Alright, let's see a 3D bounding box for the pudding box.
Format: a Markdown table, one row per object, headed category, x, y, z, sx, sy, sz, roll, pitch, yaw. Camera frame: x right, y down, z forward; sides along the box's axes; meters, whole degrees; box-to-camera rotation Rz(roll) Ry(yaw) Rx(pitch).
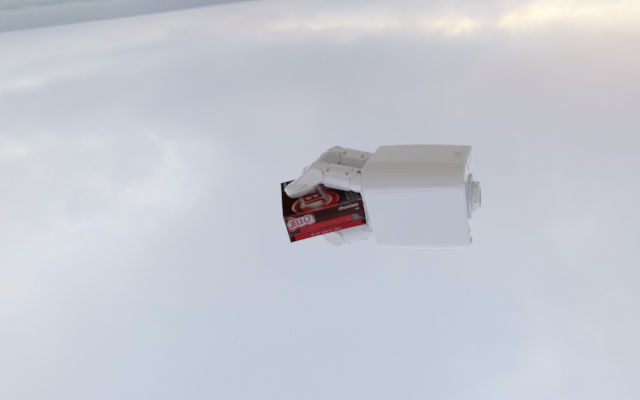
| category | x | y | z | sx | sy | sz | roll | pitch | yaw |
| --- | --- | --- | --- | --- | --- | --- | --- | --- | --- |
| pudding box | 0.000 | 0.002 | 0.570 | 0.090 | 0.039 | 0.113 | -13 | 21 | -1 |
